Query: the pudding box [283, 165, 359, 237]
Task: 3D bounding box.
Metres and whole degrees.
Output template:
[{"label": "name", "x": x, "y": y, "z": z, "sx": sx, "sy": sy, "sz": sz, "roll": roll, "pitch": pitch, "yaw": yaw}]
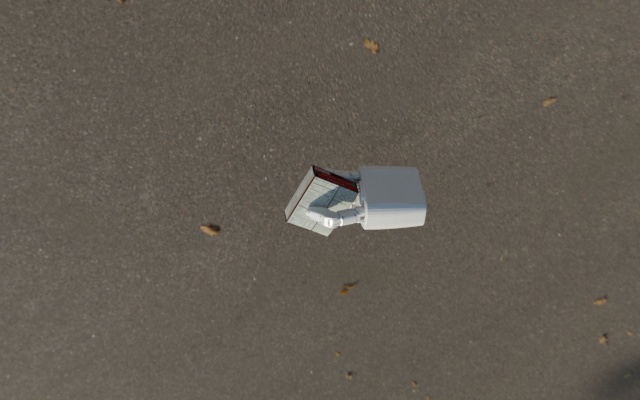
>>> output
[{"label": "pudding box", "x": 0.000, "y": 0.003, "z": 0.833, "sx": 0.090, "sy": 0.113, "sz": 0.039, "roll": 21, "pitch": 29, "yaw": -22}]
